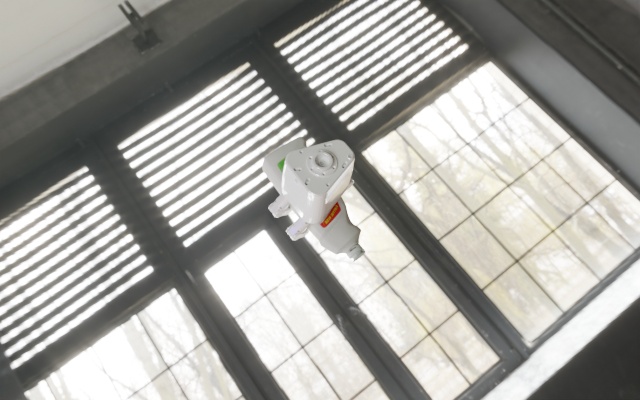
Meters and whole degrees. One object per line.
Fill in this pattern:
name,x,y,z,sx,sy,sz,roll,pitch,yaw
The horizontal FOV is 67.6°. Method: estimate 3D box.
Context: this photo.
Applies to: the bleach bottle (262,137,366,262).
bleach bottle,0.000,0.003,0.887,0.102,0.250,0.068,-33,-17,-20
